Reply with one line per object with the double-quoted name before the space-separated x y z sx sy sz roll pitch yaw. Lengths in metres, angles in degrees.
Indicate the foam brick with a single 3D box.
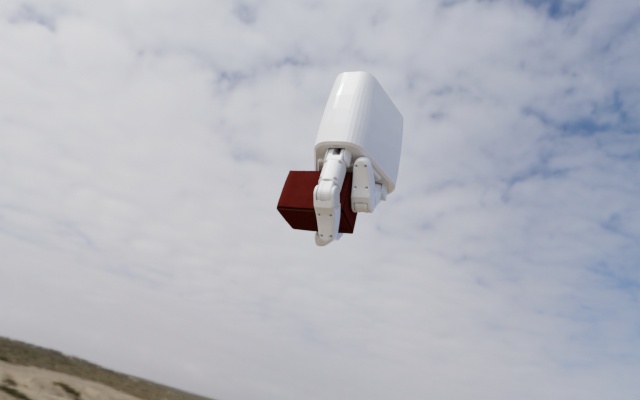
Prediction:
"foam brick" 0.000 0.002 0.539 0.078 0.051 0.053 3 -29 20
